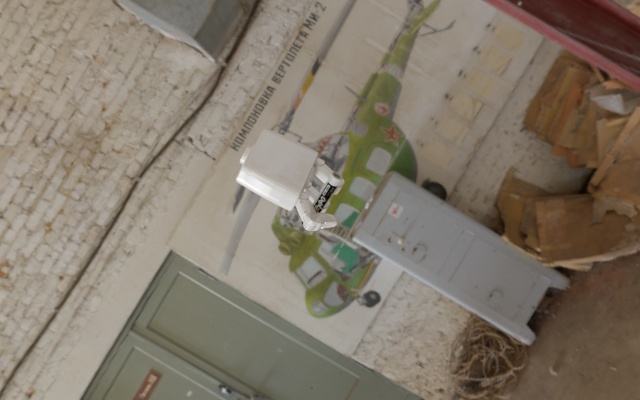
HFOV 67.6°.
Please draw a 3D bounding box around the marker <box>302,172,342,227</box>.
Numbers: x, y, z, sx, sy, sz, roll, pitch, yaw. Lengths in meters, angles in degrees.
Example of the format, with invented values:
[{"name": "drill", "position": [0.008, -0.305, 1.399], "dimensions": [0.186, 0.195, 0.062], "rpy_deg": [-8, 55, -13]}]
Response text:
[{"name": "marker", "position": [0.000, 0.003, 0.780], "dimensions": [0.020, 0.020, 0.121], "rpy_deg": [0, -44, -36]}]
